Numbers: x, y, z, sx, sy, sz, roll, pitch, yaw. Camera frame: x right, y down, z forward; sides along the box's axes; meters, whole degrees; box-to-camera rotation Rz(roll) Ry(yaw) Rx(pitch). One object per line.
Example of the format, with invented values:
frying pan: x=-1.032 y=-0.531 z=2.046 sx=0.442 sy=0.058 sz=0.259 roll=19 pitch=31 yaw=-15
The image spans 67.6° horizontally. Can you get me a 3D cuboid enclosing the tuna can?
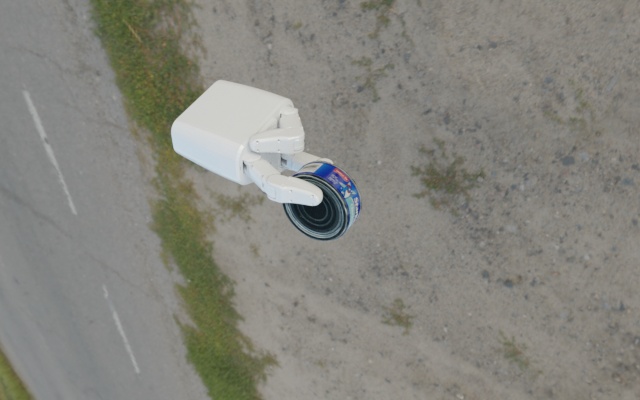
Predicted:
tuna can: x=0.000 y=0.002 z=0.525 sx=0.086 sy=0.086 sz=0.033 roll=0 pitch=29 yaw=34
